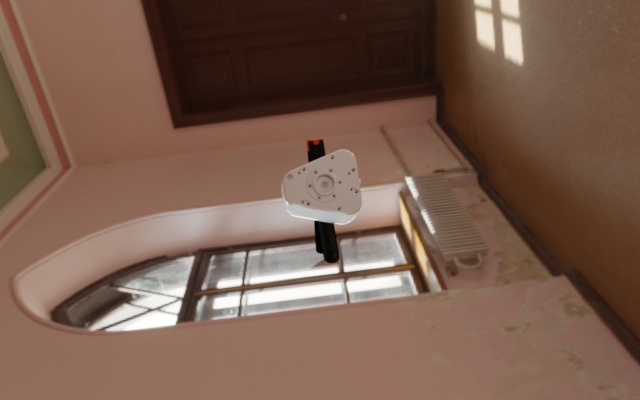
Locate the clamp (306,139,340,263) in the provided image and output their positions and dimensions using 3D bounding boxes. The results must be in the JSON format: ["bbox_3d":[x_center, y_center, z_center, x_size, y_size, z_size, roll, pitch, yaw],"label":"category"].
[{"bbox_3d":[-0.001,0.002,0.817,0.036,0.210,0.164,-6,-7,-7],"label":"clamp"}]
